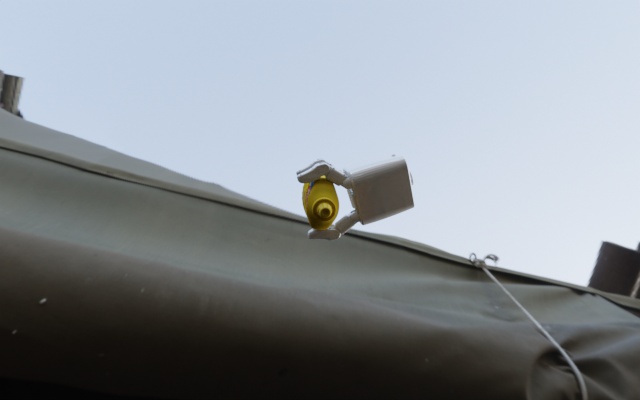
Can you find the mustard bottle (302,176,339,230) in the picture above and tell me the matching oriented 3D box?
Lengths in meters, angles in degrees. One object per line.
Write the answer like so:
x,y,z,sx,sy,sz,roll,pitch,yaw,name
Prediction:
0.000,0.003,0.880,0.058,0.096,0.191,7,10,-7,mustard bottle
